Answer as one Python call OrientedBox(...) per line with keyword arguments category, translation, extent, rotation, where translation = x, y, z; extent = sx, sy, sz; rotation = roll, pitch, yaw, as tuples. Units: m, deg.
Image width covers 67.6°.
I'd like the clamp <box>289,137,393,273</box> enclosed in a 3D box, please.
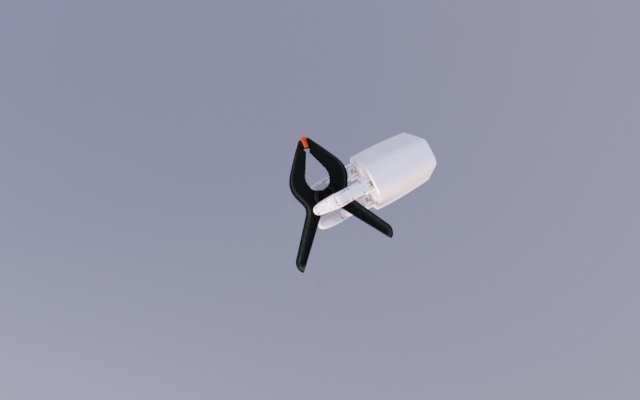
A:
OrientedBox(category="clamp", translation=(0.000, 0.002, 0.763), extent=(0.164, 0.210, 0.036), rotation=(-28, 1, -5))
